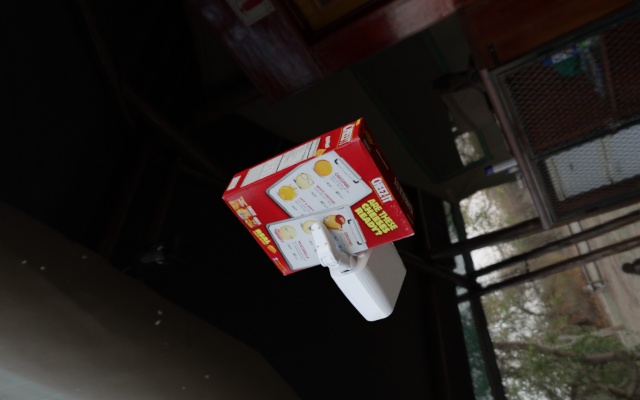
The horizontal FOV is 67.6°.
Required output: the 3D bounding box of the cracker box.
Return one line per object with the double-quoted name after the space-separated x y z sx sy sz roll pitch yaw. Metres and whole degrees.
0.000 0.002 0.668 0.214 0.164 0.072 -21 30 23 "cracker box"
